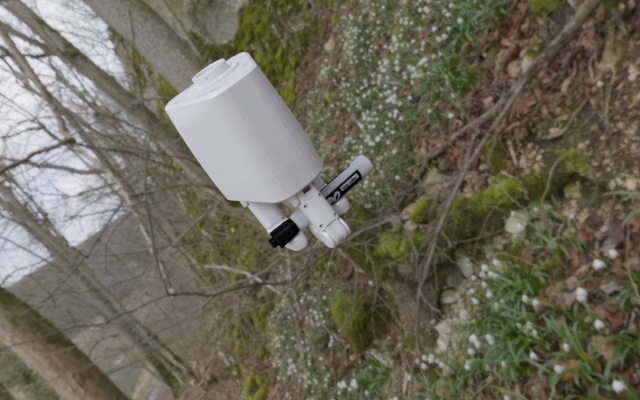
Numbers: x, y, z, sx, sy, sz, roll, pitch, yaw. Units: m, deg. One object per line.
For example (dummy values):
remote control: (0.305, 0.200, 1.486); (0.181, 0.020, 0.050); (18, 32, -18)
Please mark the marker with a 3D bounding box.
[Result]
marker: (0.000, 0.001, 0.442); (0.121, 0.020, 0.020); (-40, 12, -15)
